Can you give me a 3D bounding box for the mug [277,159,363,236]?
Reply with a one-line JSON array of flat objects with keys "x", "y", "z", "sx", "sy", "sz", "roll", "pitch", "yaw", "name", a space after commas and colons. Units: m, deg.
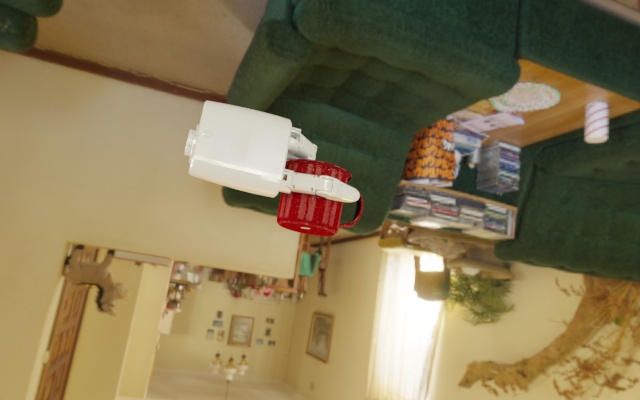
[{"x": 0.001, "y": 0.003, "z": 0.630, "sx": 0.117, "sy": 0.081, "sz": 0.093, "roll": 14, "pitch": -13, "yaw": -16, "name": "mug"}]
